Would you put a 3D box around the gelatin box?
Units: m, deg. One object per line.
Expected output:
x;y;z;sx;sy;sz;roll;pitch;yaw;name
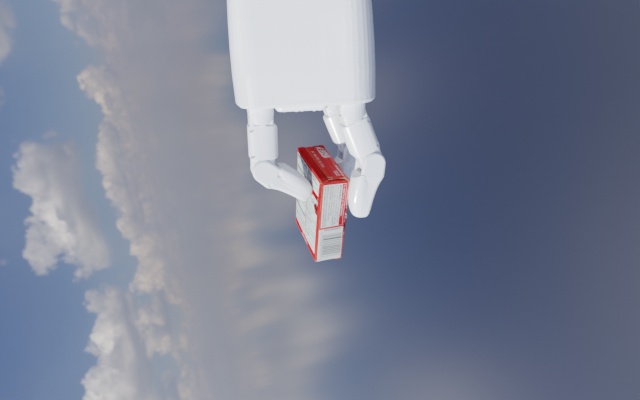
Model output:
0.000;0.002;0.460;0.030;0.089;0.073;-6;32;-17;gelatin box
